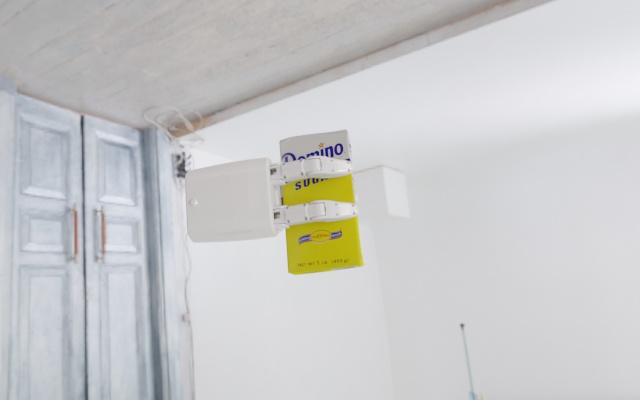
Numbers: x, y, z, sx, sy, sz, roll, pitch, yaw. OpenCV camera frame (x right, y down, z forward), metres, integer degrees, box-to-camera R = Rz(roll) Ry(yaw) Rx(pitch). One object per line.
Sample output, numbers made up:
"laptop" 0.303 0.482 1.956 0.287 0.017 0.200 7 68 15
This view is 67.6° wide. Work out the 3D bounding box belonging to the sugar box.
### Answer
"sugar box" 0.000 0.002 0.611 0.093 0.176 0.048 -8 -12 7
